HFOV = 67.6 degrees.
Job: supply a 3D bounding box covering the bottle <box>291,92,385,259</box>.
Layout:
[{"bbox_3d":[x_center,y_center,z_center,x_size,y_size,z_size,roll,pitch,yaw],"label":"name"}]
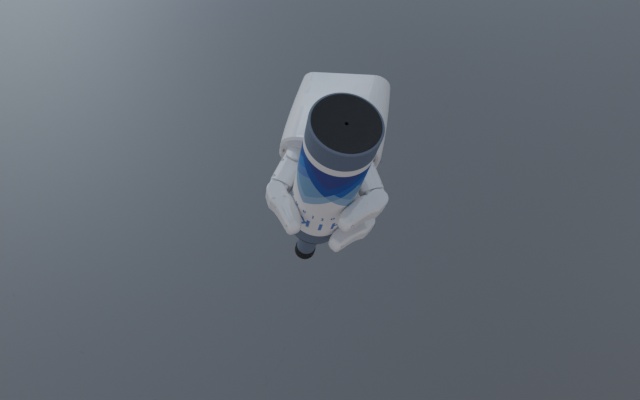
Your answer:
[{"bbox_3d":[0.000,0.002,0.530,0.069,0.069,0.296,0,-27,-10],"label":"bottle"}]
